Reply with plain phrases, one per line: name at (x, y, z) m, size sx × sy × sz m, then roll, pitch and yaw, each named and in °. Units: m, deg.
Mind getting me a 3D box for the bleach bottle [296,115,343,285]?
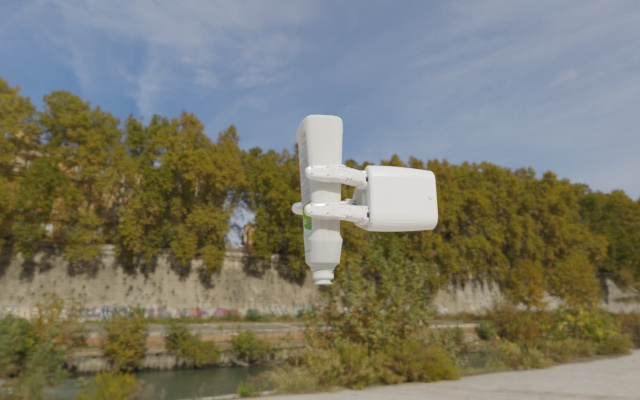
bleach bottle at (0.000, 0.002, 0.736) m, size 0.068 × 0.250 × 0.102 m, roll 2°, pitch -13°, yaw -11°
